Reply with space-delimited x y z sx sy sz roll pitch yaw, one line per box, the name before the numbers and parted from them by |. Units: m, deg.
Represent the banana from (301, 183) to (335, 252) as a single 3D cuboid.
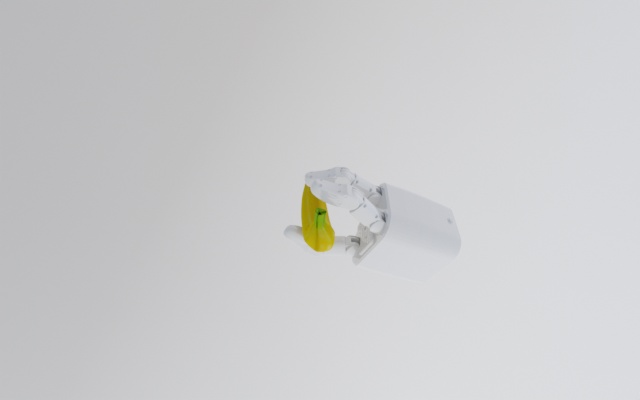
banana | -0.003 0.021 0.611 0.037 0.070 0.197 9 13 -8
